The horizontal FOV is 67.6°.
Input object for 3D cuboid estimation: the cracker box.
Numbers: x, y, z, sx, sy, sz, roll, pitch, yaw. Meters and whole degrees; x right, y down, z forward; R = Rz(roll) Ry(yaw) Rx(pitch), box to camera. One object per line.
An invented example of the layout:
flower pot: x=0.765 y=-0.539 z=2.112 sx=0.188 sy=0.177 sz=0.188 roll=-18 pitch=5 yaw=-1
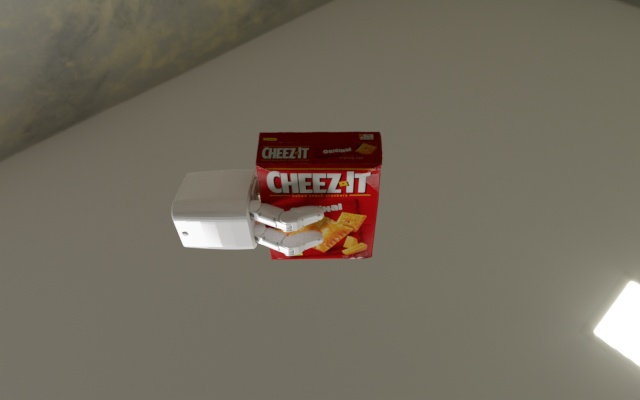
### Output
cracker box: x=0.000 y=0.002 z=0.695 sx=0.164 sy=0.072 sz=0.214 roll=-1 pitch=-41 yaw=1
